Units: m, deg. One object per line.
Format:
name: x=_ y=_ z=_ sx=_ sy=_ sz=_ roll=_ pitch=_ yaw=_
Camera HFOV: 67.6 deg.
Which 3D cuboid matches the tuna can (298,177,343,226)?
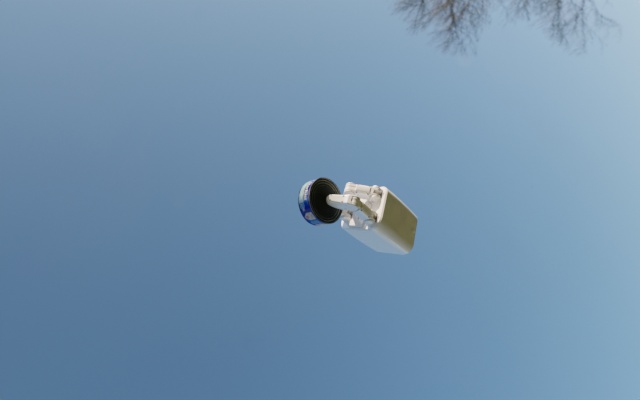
tuna can: x=0.000 y=0.003 z=0.872 sx=0.086 sy=0.086 sz=0.034 roll=0 pitch=-11 yaw=-45
